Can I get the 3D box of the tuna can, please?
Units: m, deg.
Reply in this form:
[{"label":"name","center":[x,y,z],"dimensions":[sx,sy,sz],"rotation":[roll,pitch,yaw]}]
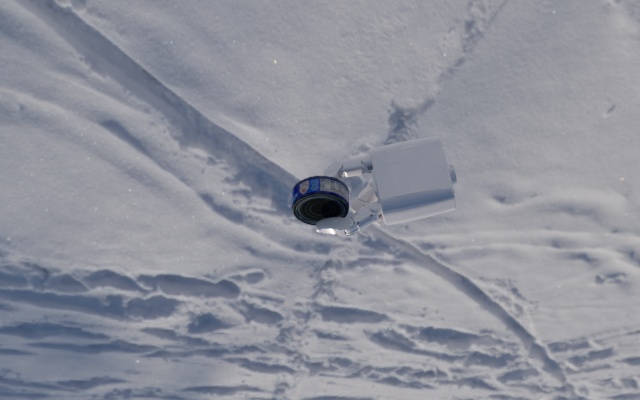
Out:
[{"label":"tuna can","center":[0.000,0.003,0.709],"dimensions":[0.086,0.033,0.086],"rotation":[0,-36,0]}]
